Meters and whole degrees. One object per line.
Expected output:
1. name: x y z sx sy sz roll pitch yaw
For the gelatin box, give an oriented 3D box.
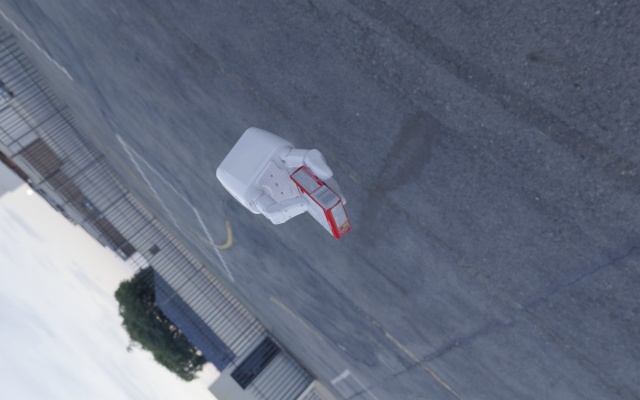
1. gelatin box: 0.000 0.003 0.664 0.089 0.030 0.073 43 -16 36
